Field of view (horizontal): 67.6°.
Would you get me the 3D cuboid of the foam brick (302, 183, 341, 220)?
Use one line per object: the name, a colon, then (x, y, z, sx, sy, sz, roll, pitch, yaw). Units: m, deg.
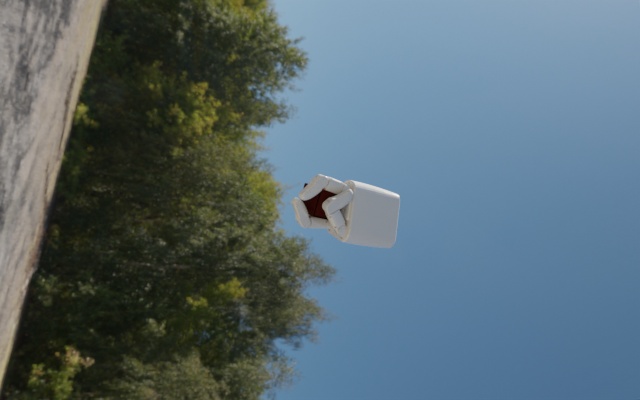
foam brick: (0.000, 0.003, 0.900, 0.051, 0.053, 0.078, 12, 7, -25)
